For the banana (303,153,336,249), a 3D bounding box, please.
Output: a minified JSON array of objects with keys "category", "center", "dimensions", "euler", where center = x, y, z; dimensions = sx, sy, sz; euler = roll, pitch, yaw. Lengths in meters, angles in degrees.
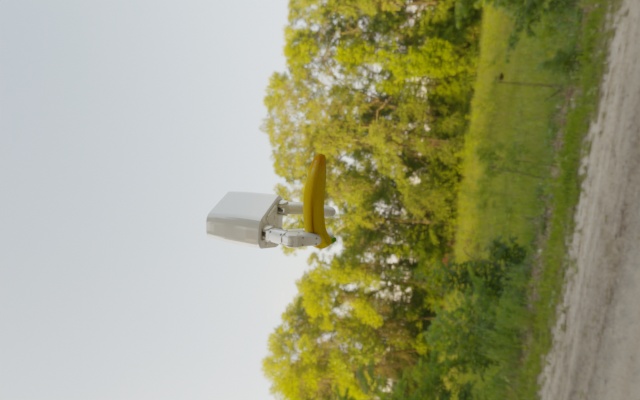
[{"category":"banana","center":[-0.006,0.017,0.811],"dimensions":[0.037,0.198,0.069],"euler":[8,41,18]}]
